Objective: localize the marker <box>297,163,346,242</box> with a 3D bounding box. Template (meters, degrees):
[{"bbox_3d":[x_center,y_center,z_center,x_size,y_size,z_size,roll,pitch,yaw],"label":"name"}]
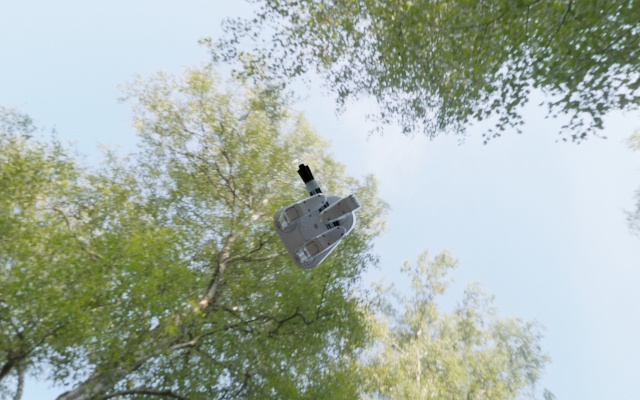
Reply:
[{"bbox_3d":[0.000,0.002,0.670,0.020,0.121,0.020,-28,-6,-3],"label":"marker"}]
